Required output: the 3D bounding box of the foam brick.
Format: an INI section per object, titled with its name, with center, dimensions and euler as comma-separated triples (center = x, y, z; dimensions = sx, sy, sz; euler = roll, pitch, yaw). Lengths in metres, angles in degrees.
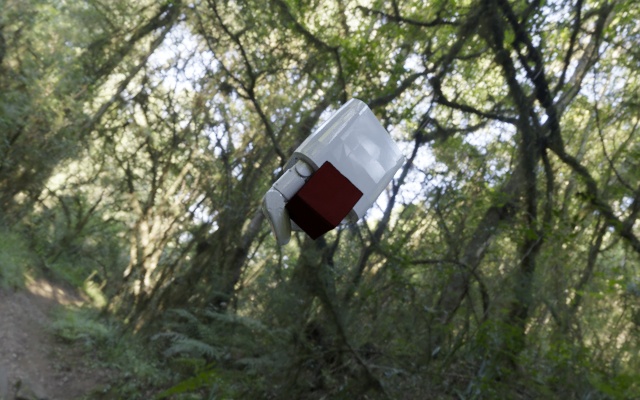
[foam brick]
center = 0.000, 0.002, 0.505
dimensions = 0.053, 0.051, 0.078
euler = 43, -20, -3
